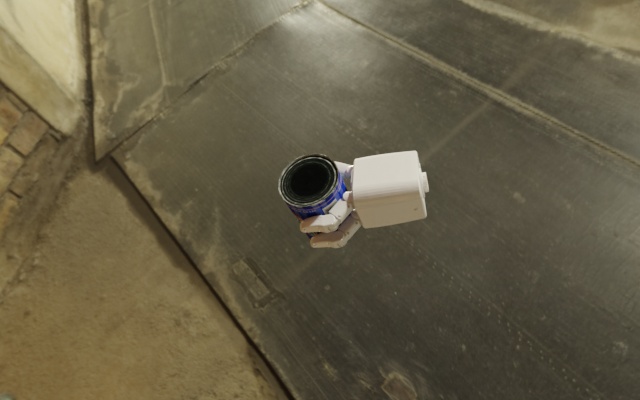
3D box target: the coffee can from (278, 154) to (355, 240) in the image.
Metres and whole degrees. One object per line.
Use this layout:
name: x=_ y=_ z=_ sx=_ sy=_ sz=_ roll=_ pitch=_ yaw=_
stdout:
coffee can: x=0.000 y=0.003 z=0.812 sx=0.103 sy=0.102 sz=0.140 roll=0 pitch=-31 yaw=20
